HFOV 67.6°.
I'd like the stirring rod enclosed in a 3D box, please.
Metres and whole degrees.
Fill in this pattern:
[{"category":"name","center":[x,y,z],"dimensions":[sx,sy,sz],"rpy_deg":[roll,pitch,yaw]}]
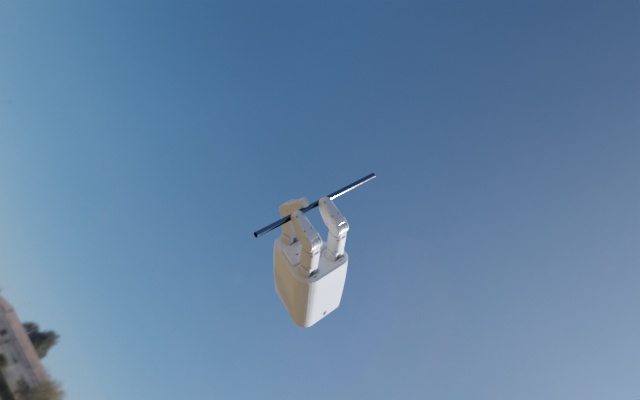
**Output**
[{"category":"stirring rod","center":[0.000,0.002,0.703],"dimensions":[0.239,0.011,0.011],"rpy_deg":[-27,17,-37]}]
